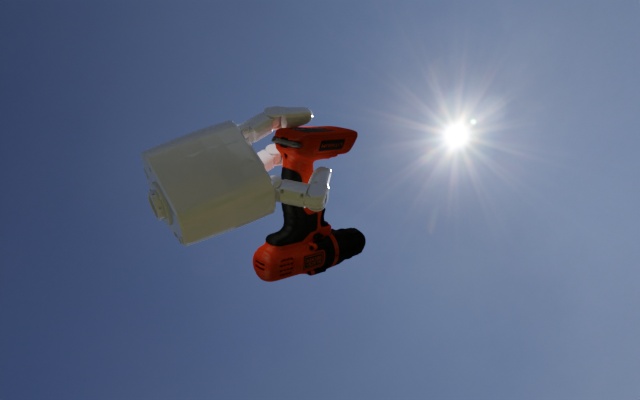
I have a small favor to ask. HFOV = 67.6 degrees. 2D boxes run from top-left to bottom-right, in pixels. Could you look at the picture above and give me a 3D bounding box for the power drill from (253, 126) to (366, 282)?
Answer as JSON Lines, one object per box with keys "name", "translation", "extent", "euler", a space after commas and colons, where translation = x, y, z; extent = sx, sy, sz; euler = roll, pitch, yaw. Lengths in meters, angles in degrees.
{"name": "power drill", "translation": [0.000, 0.002, 0.606], "extent": [0.057, 0.188, 0.184], "euler": [17, 19, 41]}
